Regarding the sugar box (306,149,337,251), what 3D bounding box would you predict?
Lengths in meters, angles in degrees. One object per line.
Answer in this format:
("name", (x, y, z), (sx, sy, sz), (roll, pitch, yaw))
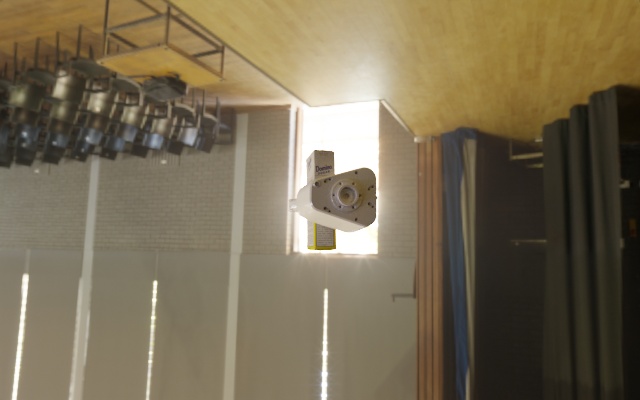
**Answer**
("sugar box", (0.001, 0.003, 0.865), (0.048, 0.176, 0.093), (3, -7, -11))
